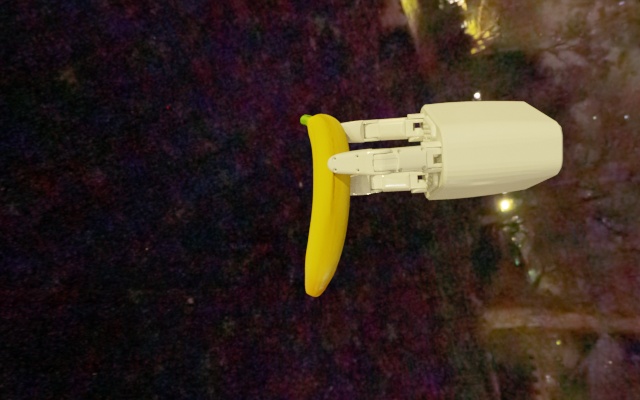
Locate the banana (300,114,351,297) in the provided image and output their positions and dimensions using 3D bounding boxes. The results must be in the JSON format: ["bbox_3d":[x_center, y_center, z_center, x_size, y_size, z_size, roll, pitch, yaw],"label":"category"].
[{"bbox_3d":[0.006,-0.007,0.473,0.037,0.197,0.070,5,-19,-17],"label":"banana"}]
